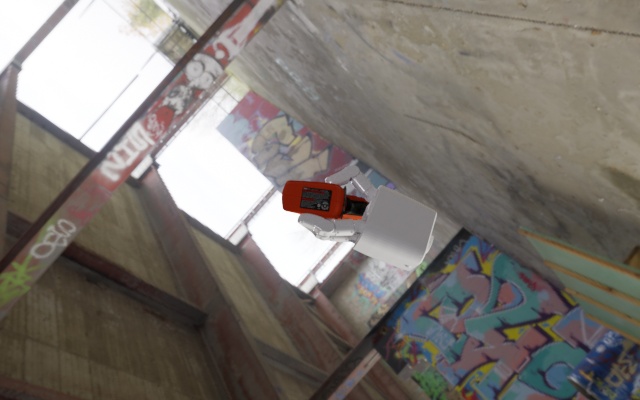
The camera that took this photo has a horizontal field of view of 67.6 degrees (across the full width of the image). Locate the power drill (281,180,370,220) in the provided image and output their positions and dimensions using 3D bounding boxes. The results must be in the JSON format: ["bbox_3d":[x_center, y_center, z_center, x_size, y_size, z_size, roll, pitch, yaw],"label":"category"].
[{"bbox_3d":[0.000,0.003,0.854,0.184,0.057,0.187,5,-2,19],"label":"power drill"}]
